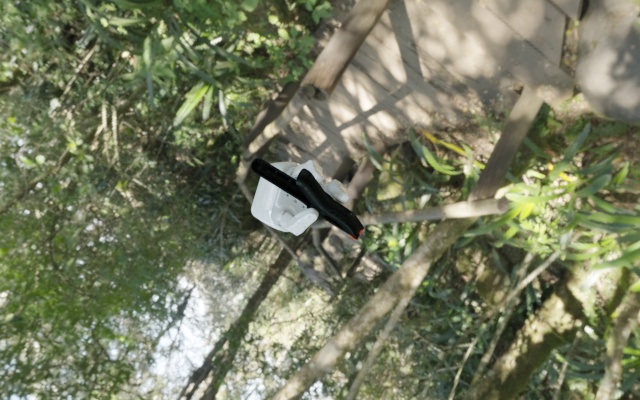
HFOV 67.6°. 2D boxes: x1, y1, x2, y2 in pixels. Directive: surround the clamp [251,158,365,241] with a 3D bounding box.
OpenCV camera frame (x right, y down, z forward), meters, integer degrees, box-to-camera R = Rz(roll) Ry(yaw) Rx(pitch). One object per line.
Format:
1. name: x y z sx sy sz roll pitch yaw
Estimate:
1. clamp: 0.000 0.003 0.744 0.210 0.036 0.164 36 -9 -25
